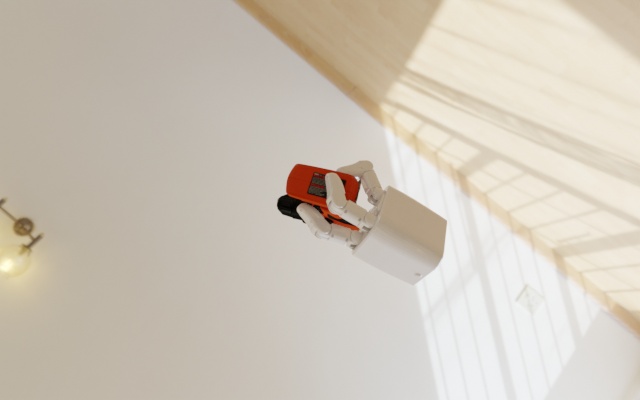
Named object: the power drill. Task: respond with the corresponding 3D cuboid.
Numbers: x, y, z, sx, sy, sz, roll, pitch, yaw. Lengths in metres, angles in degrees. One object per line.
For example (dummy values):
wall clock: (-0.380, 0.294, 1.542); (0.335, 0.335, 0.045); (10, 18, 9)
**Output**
power drill: (0.000, 0.003, 0.776); (0.184, 0.057, 0.188); (12, -15, 13)
